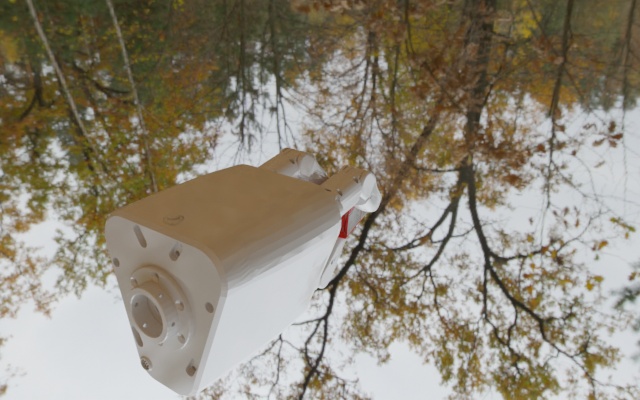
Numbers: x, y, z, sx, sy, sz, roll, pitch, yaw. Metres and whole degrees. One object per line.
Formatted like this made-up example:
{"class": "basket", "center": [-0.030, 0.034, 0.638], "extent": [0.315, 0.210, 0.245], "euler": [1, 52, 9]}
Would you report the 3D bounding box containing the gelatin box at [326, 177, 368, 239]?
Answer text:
{"class": "gelatin box", "center": [0.000, 0.002, 0.422], "extent": [0.073, 0.030, 0.089], "euler": [10, 17, 16]}
